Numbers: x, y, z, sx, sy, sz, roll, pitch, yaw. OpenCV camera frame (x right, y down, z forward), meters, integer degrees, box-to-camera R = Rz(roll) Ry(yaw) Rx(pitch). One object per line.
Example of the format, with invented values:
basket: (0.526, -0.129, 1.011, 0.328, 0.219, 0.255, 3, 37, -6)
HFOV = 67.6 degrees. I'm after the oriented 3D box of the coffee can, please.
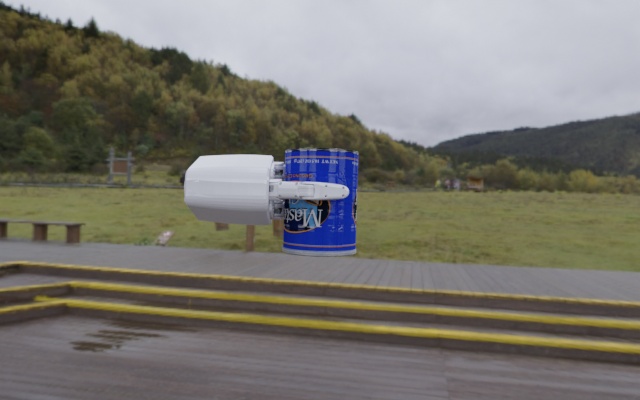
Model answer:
coffee can: (0.000, 0.002, 0.662, 0.103, 0.140, 0.103, 2, 0, 0)
